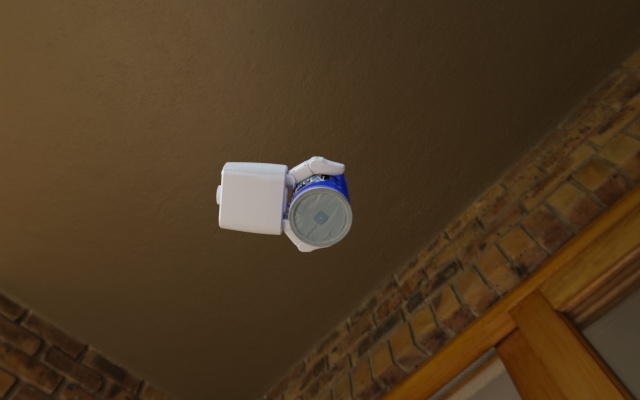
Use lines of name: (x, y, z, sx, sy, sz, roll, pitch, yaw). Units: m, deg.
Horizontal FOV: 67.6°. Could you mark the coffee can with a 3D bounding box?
coffee can: (0.000, 0.003, 0.820, 0.103, 0.103, 0.140, 0, 22, 0)
